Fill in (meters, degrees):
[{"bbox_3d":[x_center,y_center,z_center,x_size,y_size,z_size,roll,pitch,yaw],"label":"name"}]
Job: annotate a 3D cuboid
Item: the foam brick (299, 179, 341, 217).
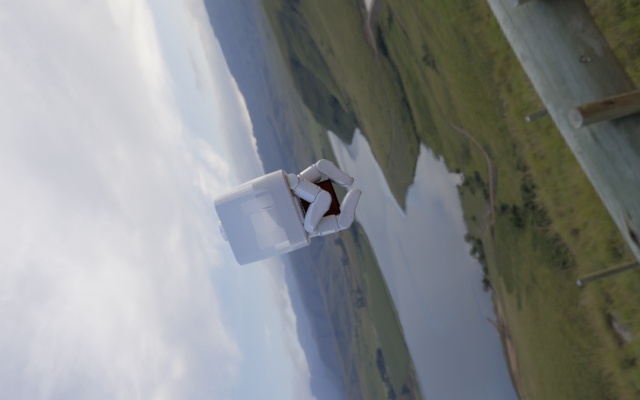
[{"bbox_3d":[0.000,0.002,0.722,0.051,0.053,0.078,-21,-5,2],"label":"foam brick"}]
